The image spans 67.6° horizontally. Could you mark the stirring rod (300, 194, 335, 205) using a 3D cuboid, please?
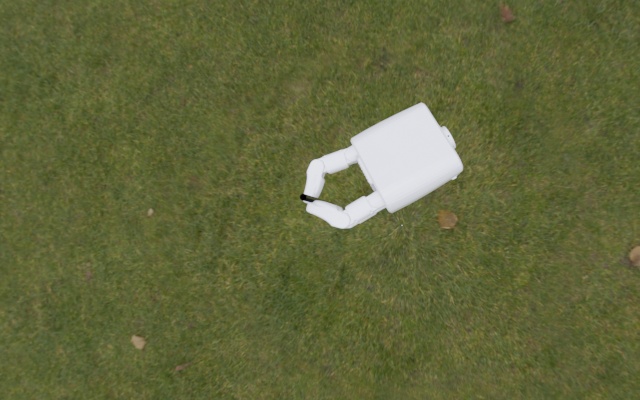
[{"bbox_3d":[0.000,0.002,0.673,0.011,0.011,0.239,0,-3,10],"label":"stirring rod"}]
